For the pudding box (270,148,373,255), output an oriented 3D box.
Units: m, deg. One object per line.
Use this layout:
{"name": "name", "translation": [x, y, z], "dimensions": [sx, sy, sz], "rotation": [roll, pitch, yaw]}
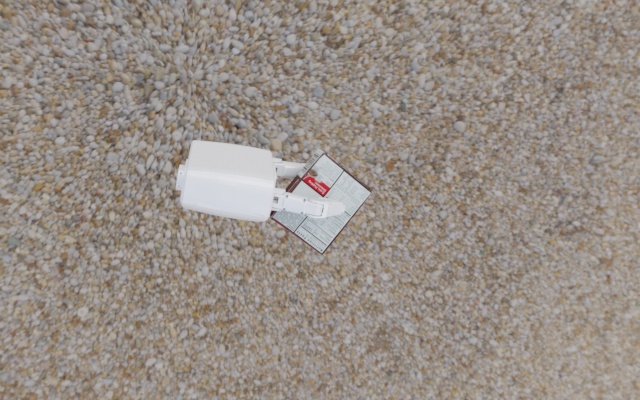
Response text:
{"name": "pudding box", "translation": [0.000, 0.002, 0.637], "dimensions": [0.090, 0.113, 0.039], "rotation": [38, 4, -16]}
